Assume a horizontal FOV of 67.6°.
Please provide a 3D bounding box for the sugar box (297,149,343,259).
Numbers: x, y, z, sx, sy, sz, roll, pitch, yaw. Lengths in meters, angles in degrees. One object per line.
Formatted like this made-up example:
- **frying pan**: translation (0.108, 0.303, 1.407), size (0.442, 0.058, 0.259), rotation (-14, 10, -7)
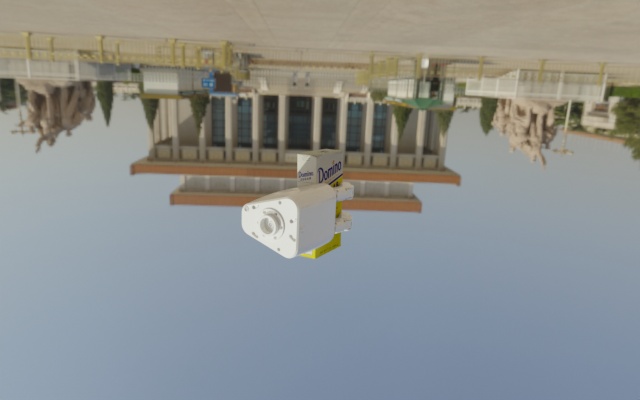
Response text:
- **sugar box**: translation (0.001, 0.003, 0.824), size (0.048, 0.176, 0.093), rotation (11, 16, 29)
